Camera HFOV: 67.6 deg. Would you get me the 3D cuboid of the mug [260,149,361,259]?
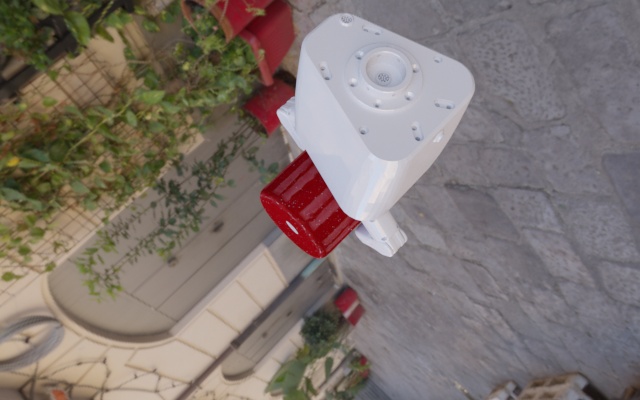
[{"bbox_3d":[0.000,0.002,0.442,0.093,0.081,0.117,42,-17,13],"label":"mug"}]
